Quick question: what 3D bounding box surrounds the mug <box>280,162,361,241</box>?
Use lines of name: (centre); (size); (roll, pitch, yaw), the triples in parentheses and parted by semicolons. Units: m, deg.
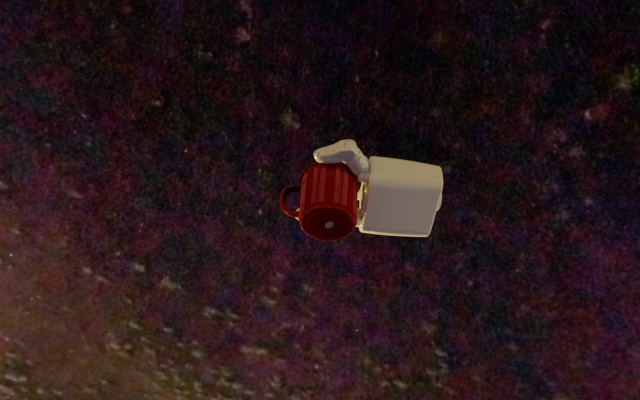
mug: (-0.001, 0.002, 0.684); (0.117, 0.081, 0.093); (4, -42, -1)
